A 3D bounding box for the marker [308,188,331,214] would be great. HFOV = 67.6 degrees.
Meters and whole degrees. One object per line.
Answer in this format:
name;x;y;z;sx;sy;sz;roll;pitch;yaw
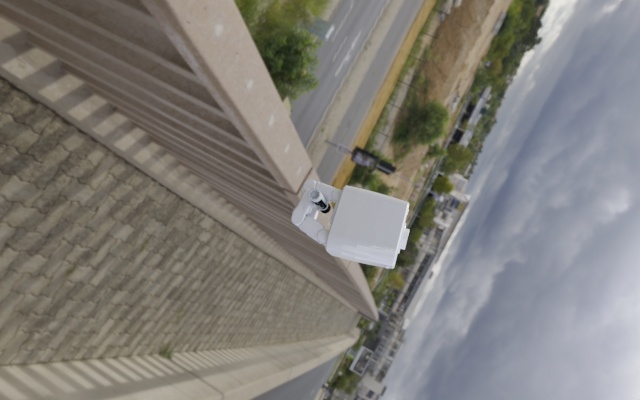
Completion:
marker;0.000;0.002;0.752;0.020;0.020;0.121;0;-11;9
